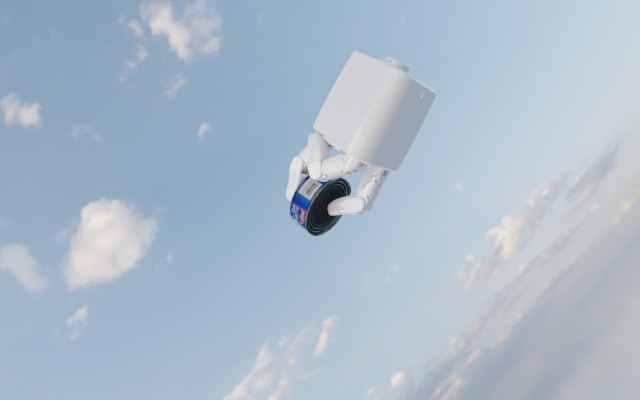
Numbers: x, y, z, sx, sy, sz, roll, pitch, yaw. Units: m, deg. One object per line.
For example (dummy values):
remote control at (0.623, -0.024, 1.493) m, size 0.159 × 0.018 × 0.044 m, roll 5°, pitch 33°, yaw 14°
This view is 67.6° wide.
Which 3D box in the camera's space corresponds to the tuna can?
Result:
tuna can at (0.000, 0.002, 0.633) m, size 0.033 × 0.086 × 0.086 m, roll 33°, pitch 19°, yaw 31°
